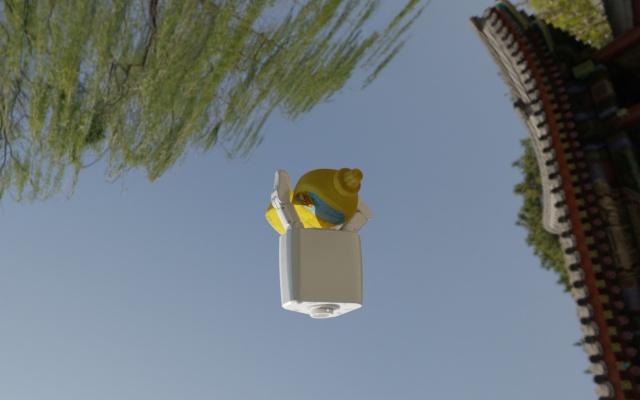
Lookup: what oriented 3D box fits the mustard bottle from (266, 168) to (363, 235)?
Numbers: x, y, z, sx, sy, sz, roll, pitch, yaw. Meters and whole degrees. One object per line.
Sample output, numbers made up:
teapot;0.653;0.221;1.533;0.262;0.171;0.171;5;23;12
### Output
mustard bottle;0.000;0.002;0.716;0.096;0.058;0.192;36;-39;-15
